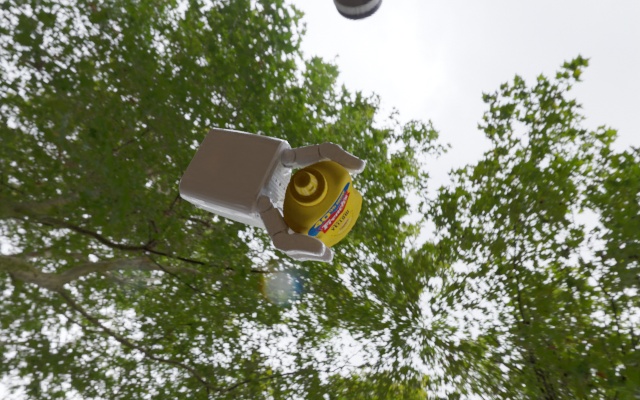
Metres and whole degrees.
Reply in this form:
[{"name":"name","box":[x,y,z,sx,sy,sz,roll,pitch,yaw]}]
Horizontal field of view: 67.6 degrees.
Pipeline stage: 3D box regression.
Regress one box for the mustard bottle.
[{"name":"mustard bottle","box":[0.000,0.002,0.579,0.058,0.096,0.192,40,-4,19]}]
